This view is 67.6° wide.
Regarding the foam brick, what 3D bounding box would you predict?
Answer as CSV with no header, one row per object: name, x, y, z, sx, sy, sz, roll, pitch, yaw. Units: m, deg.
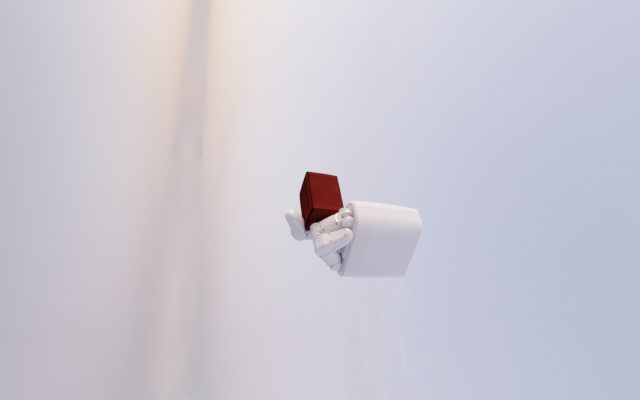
foam brick,0.000,0.002,0.733,0.051,0.078,0.053,5,-43,-16
